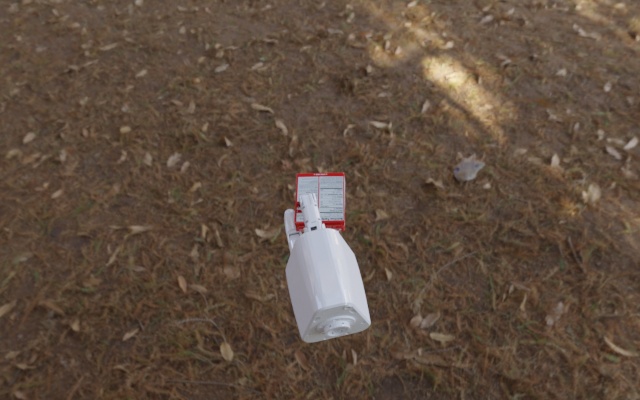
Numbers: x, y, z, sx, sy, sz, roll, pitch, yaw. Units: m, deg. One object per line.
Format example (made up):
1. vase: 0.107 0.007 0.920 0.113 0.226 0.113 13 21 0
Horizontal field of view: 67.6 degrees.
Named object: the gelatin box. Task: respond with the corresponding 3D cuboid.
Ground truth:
1. gelatin box: 0.000 0.002 0.710 0.073 0.089 0.030 -1 -30 4
